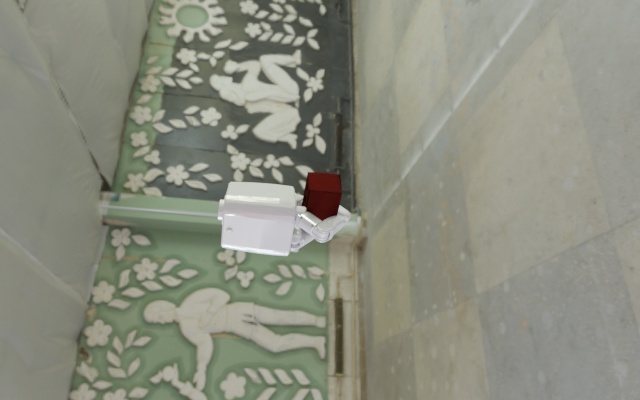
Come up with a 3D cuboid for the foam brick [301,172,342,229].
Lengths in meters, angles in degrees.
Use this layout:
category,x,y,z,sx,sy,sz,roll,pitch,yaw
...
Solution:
category,x,y,z,sx,sy,sz,roll,pitch,yaw
foam brick,0.000,0.002,0.738,0.051,0.078,0.053,7,34,-7
